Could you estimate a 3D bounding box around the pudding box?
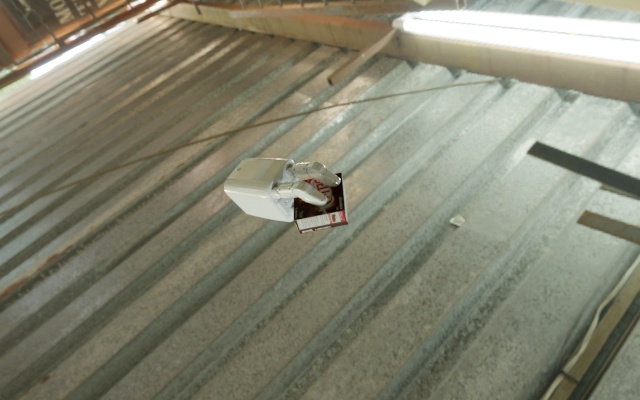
[{"bbox_3d":[0.000,0.003,0.842,0.090,0.039,0.113,-12,40,7],"label":"pudding box"}]
